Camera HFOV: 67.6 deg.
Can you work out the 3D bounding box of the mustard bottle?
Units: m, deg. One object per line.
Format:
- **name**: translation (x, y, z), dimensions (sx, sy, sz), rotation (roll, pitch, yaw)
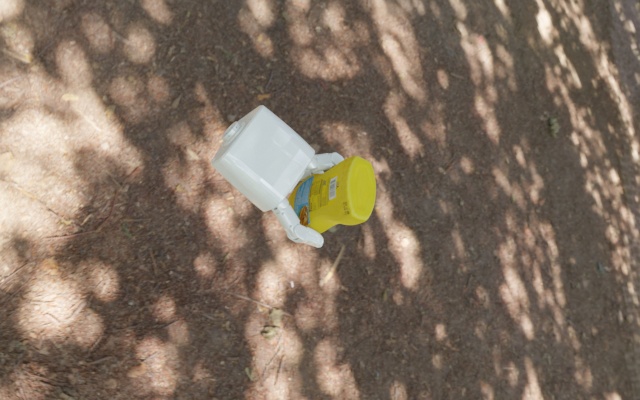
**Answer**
- **mustard bottle**: translation (0.001, 0.003, 0.740), dimensions (0.058, 0.096, 0.192), rotation (18, -24, -35)
